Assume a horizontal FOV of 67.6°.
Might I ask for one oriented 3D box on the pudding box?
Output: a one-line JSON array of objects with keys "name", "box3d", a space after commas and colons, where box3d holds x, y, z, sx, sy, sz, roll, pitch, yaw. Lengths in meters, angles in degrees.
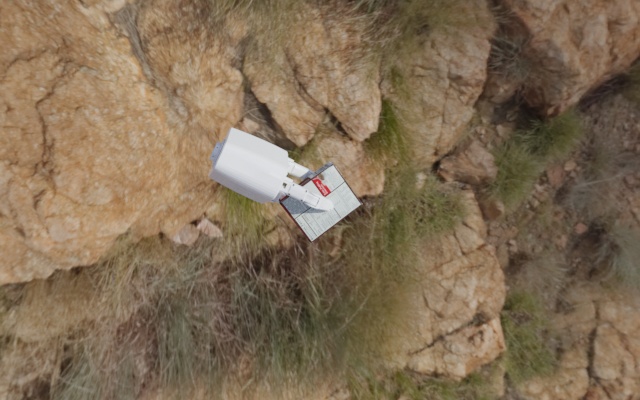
[{"name": "pudding box", "box3d": [0.000, 0.003, 0.807, 0.113, 0.090, 0.039, -36, 13, -2]}]
